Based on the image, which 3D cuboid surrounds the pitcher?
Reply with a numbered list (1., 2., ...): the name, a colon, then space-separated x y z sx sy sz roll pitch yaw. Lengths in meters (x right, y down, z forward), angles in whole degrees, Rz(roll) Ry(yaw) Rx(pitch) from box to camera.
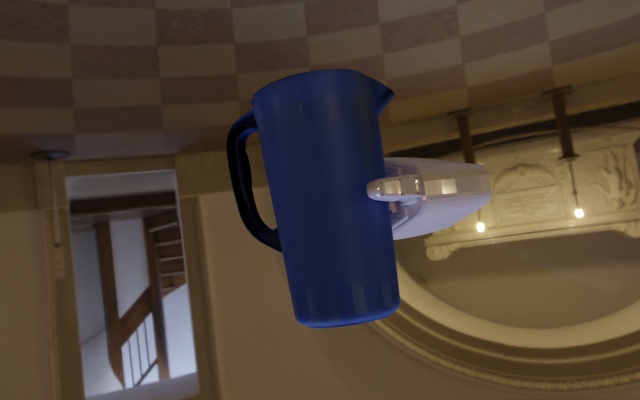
1. pitcher: 0.000 0.002 0.496 0.145 0.243 0.149 -5 -7 -30
